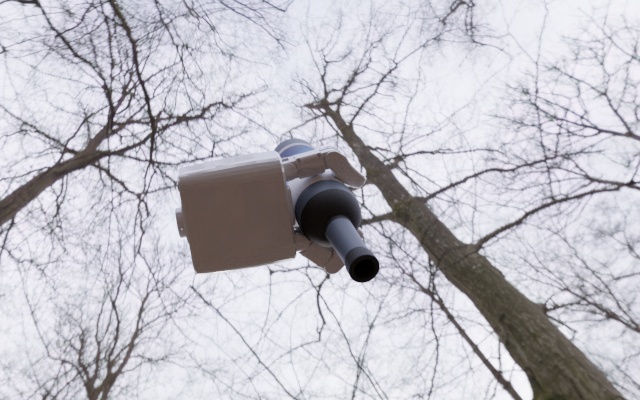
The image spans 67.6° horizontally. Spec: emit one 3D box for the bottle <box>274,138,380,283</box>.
[{"bbox_3d":[0.000,0.002,0.529,0.069,0.069,0.295,0,22,-16],"label":"bottle"}]
